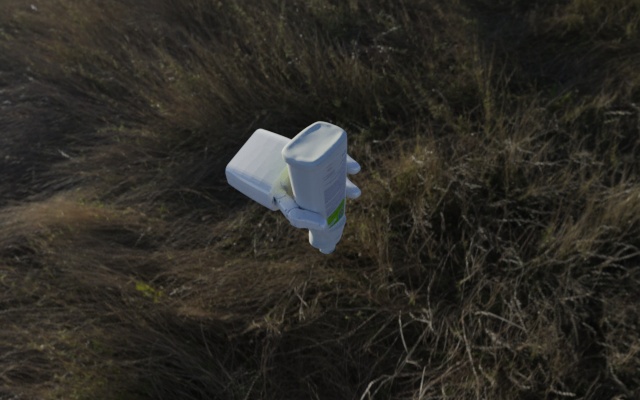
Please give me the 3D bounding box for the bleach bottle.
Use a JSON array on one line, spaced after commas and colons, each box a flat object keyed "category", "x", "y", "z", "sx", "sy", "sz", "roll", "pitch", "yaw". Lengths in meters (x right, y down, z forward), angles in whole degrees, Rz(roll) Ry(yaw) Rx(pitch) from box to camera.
[{"category": "bleach bottle", "x": 0.000, "y": 0.002, "z": 0.768, "sx": 0.068, "sy": 0.251, "sz": 0.102, "roll": 26, "pitch": 53, "yaw": 27}]
